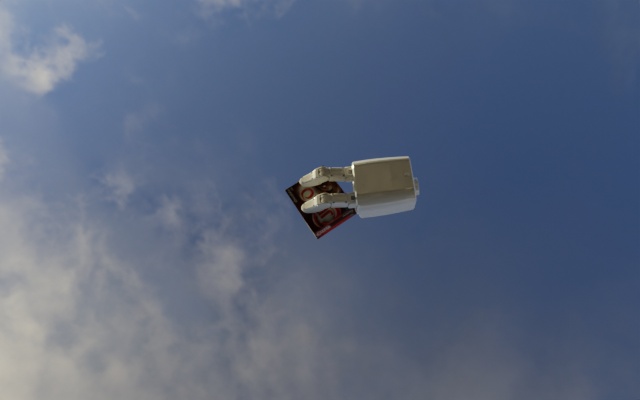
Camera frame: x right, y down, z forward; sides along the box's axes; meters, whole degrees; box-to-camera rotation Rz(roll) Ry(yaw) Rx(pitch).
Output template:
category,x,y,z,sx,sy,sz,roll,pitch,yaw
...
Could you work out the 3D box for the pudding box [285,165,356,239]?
category,x,y,z,sx,sy,sz,roll,pitch,yaw
pudding box,0.000,0.003,0.896,0.090,0.113,0.039,-33,-29,-5
